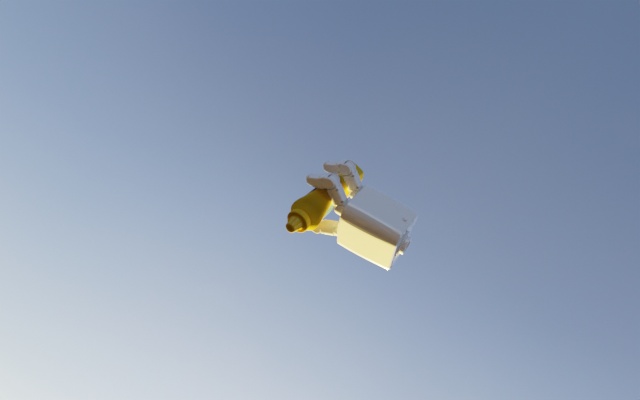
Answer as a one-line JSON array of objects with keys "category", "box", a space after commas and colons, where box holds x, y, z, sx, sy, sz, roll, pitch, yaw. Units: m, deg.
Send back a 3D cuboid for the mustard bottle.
[{"category": "mustard bottle", "box": [0.000, 0.002, 0.848, 0.191, 0.058, 0.096, -42, -2, -46]}]
